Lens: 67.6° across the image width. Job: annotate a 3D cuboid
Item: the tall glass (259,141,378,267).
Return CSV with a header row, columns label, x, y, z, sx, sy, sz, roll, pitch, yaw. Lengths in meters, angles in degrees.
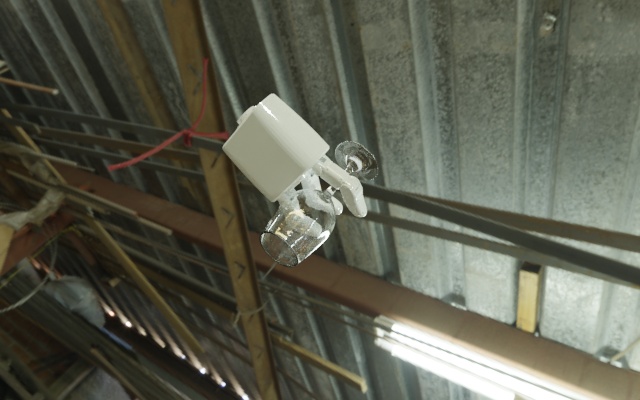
label,x,y,z,sx,sy,sz,roll,pitch,yaw
tall glass,0.001,0.002,0.666,0.079,0.079,0.201,0,38,44
